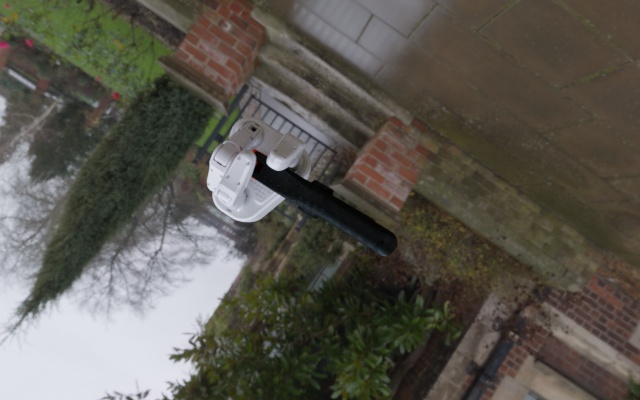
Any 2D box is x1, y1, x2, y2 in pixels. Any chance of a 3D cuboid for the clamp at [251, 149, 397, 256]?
[{"bbox_3d":[0.000,0.002,0.507,0.171,0.039,0.120,33,-3,2],"label":"clamp"}]
